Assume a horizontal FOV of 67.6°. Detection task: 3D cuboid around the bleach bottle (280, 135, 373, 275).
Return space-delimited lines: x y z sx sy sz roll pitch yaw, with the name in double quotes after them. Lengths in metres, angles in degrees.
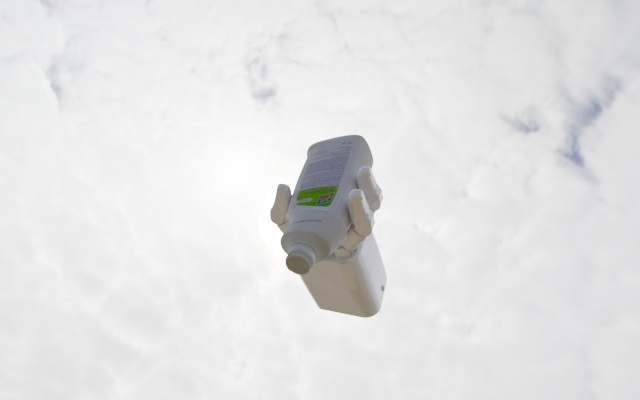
0.000 0.002 0.621 0.102 0.068 0.250 -11 30 25 "bleach bottle"
